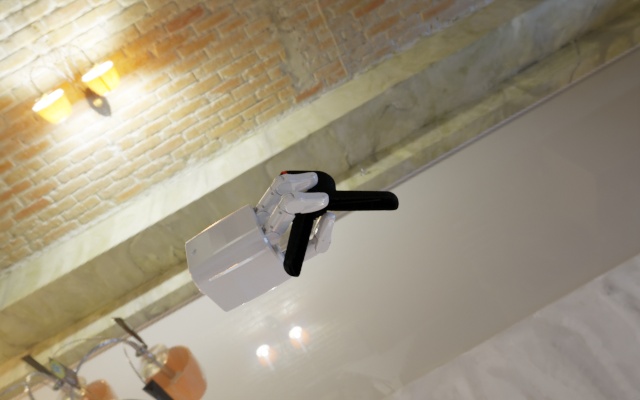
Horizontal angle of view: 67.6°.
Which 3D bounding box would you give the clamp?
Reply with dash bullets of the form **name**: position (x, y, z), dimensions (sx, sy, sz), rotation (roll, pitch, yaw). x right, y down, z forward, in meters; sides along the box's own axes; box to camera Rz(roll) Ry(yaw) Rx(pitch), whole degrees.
- **clamp**: position (0.000, 0.003, 0.653), dimensions (0.164, 0.036, 0.210), rotation (-29, 34, -4)
